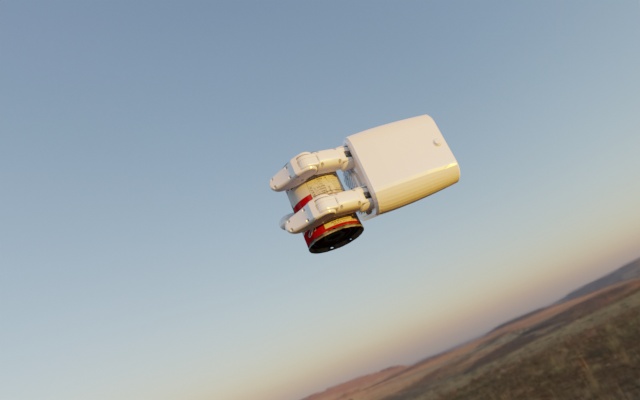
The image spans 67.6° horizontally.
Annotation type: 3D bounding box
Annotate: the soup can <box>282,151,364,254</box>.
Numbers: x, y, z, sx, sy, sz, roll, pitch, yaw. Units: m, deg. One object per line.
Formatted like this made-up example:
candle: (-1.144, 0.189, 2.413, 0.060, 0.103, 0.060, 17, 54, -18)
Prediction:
soup can: (0.000, 0.002, 0.559, 0.068, 0.102, 0.068, -20, -21, -8)
